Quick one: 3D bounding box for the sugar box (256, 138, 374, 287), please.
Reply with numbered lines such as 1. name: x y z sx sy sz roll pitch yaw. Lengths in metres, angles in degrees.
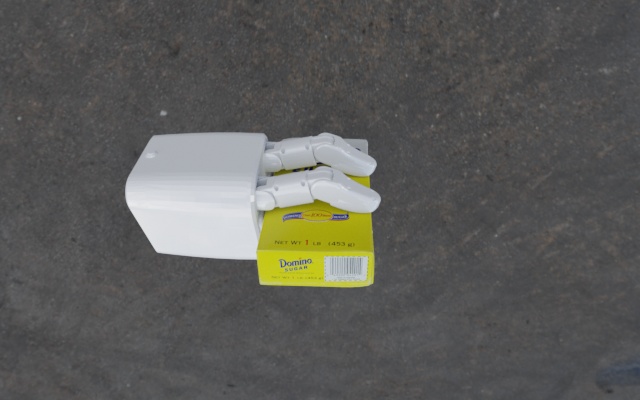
1. sugar box: 0.000 0.001 0.442 0.093 0.048 0.176 1 39 2
